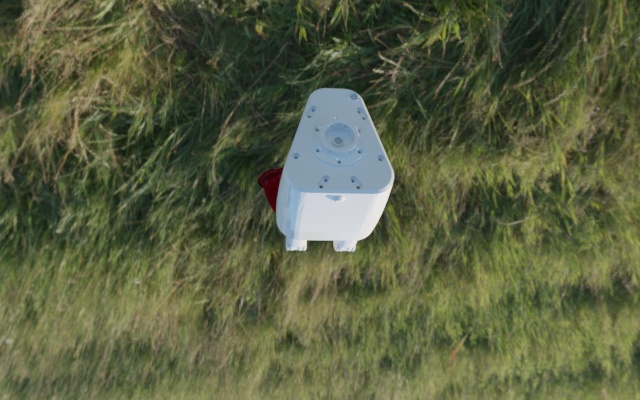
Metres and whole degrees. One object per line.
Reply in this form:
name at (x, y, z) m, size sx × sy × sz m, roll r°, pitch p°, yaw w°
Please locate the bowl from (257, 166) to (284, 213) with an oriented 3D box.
bowl at (0.000, 0.003, 0.608) m, size 0.162 × 0.055 × 0.162 m, roll 0°, pitch -13°, yaw 0°
